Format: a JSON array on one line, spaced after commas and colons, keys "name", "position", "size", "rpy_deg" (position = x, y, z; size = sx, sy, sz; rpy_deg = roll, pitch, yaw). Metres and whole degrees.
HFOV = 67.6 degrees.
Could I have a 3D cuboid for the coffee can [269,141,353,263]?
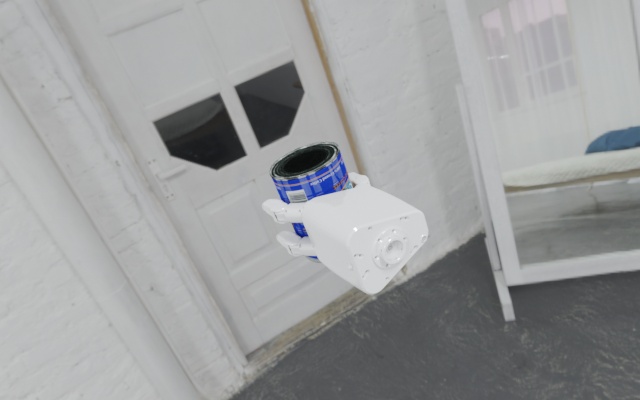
[{"name": "coffee can", "position": [0.000, 0.002, 0.677], "size": [0.103, 0.140, 0.102], "rpy_deg": [-17, 27, 9]}]
